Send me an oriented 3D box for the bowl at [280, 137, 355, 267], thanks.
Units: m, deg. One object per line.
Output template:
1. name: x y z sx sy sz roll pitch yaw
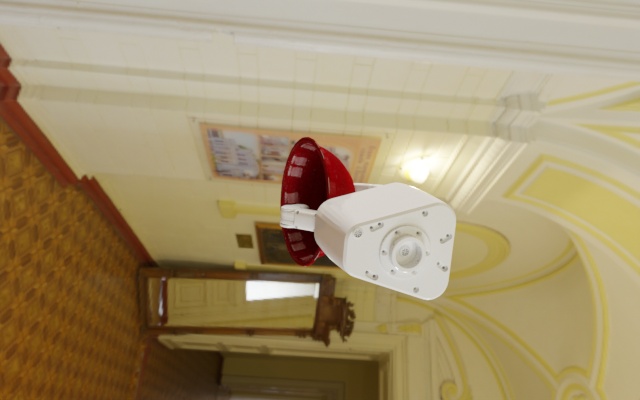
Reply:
1. bowl: 0.000 0.001 0.609 0.055 0.162 0.162 1 0 -24
